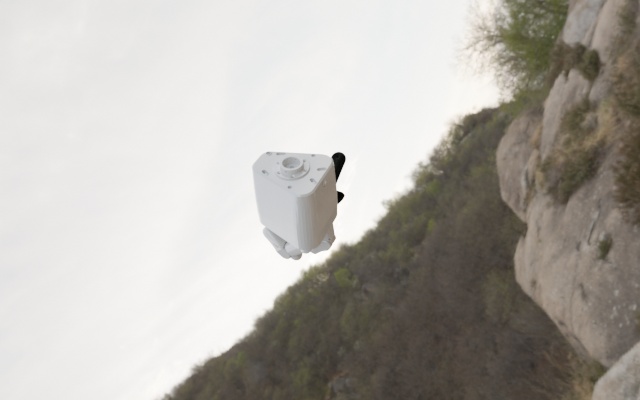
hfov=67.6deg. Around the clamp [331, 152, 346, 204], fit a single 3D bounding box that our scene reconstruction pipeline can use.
[{"bbox_3d":[-0.001,0.003,0.780,0.039,0.120,0.171,16,47,20],"label":"clamp"}]
